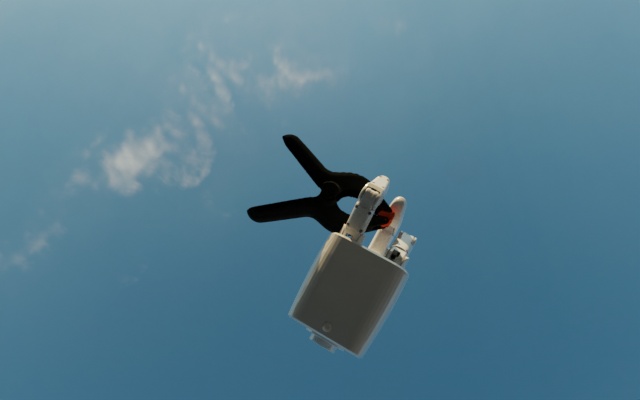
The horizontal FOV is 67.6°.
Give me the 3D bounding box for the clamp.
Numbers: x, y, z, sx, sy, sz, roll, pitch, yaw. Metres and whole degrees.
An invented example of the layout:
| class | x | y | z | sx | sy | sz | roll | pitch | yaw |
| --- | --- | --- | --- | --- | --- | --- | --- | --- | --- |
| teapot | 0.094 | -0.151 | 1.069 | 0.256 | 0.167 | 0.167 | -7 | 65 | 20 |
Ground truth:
| class | x | y | z | sx | sy | sz | roll | pitch | yaw |
| --- | --- | --- | --- | --- | --- | --- | --- | --- | --- |
| clamp | 0.000 | 0.002 | 0.575 | 0.171 | 0.120 | 0.039 | 28 | -11 | 13 |
